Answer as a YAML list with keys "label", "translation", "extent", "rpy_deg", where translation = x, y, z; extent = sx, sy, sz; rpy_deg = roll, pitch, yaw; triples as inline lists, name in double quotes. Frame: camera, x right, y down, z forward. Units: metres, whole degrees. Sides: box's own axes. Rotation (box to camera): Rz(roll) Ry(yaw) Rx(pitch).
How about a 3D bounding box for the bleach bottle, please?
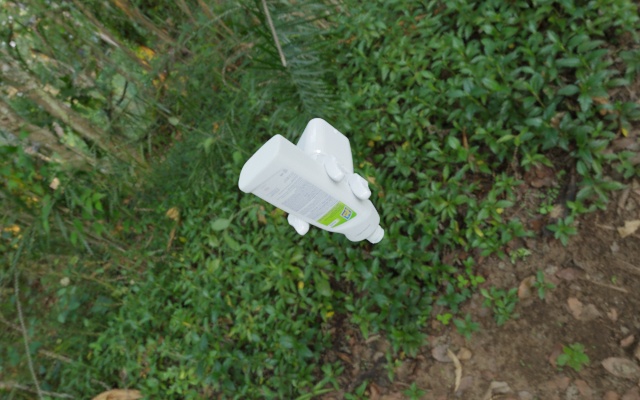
- label: "bleach bottle"
  translation: [0.000, 0.002, 0.766]
  extent: [0.251, 0.068, 0.102]
  rpy_deg: [34, -55, -27]
